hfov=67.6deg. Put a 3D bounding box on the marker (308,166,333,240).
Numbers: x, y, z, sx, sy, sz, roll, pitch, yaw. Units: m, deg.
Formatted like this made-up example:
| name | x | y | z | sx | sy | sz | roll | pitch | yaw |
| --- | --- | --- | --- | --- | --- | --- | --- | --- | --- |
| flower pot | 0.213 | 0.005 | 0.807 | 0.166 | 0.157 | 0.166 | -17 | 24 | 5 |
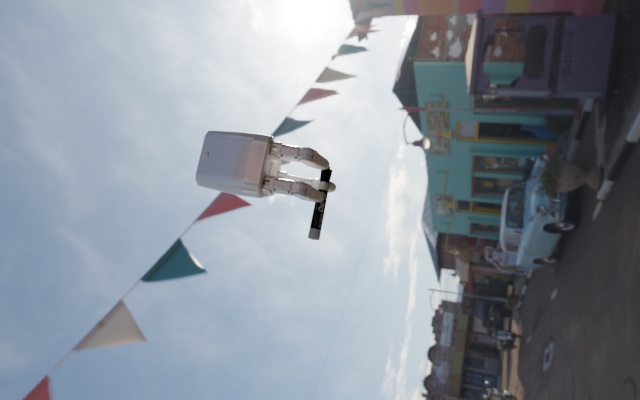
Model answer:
| name | x | y | z | sx | sy | sz | roll | pitch | yaw |
| --- | --- | --- | --- | --- | --- | --- | --- | --- | --- |
| marker | 0.000 | 0.003 | 0.760 | 0.020 | 0.121 | 0.020 | 10 | -12 | 2 |
